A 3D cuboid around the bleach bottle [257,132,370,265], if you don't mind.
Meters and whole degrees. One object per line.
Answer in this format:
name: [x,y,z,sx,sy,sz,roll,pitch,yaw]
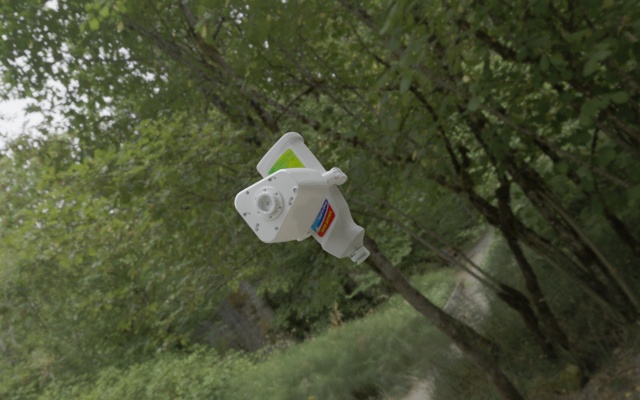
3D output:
bleach bottle: [0.000,0.003,0.840,0.102,0.250,0.068,-45,-15,17]
